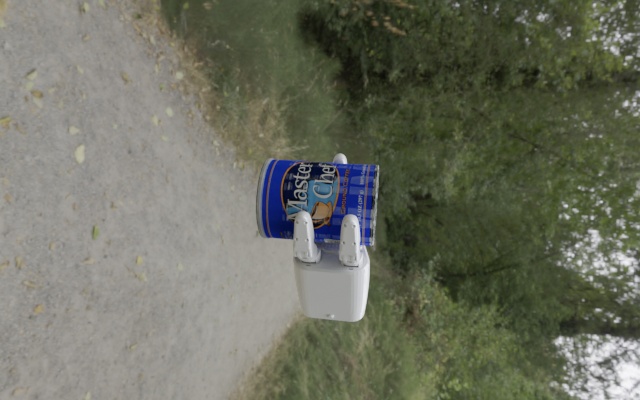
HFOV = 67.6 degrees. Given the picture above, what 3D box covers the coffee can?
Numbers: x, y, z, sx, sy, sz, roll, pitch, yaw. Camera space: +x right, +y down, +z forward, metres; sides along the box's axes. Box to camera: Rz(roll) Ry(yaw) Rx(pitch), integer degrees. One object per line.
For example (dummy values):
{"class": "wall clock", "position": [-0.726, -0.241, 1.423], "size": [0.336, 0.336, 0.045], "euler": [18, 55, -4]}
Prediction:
{"class": "coffee can", "position": [0.000, 0.002, 0.603], "size": [0.140, 0.103, 0.103], "euler": [4, 0, 8]}
